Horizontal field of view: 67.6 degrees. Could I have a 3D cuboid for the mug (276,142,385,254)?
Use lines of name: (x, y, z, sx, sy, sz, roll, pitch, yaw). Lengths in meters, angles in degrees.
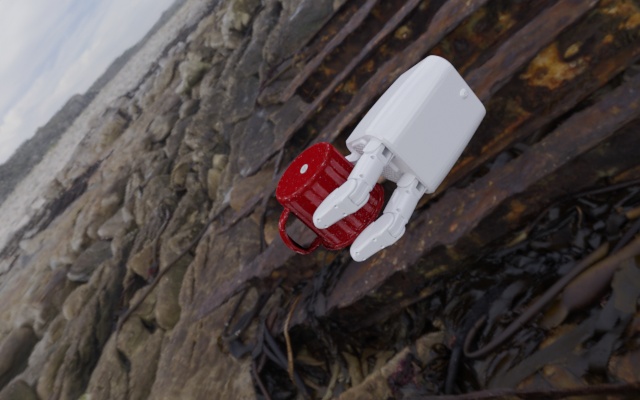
mug: (-0.001, 0.003, 0.508, 0.081, 0.117, 0.093, 42, -10, -24)
